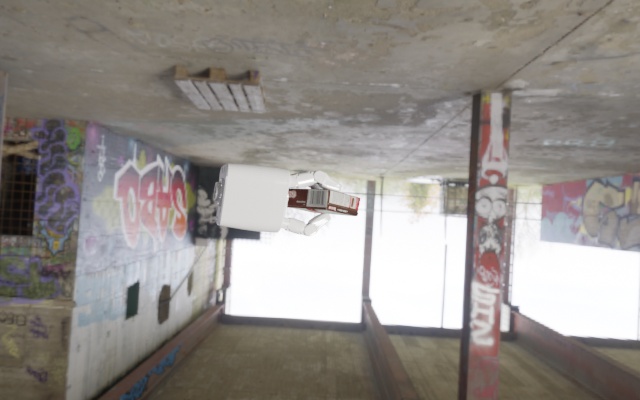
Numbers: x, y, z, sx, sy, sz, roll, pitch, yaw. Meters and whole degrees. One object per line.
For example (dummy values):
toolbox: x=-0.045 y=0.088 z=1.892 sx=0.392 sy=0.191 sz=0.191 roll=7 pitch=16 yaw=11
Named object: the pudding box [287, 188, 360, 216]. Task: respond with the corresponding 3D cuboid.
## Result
pudding box: x=0.000 y=0.003 z=0.859 sx=0.113 sy=0.039 sz=0.090 roll=5 pitch=-5 yaw=43
